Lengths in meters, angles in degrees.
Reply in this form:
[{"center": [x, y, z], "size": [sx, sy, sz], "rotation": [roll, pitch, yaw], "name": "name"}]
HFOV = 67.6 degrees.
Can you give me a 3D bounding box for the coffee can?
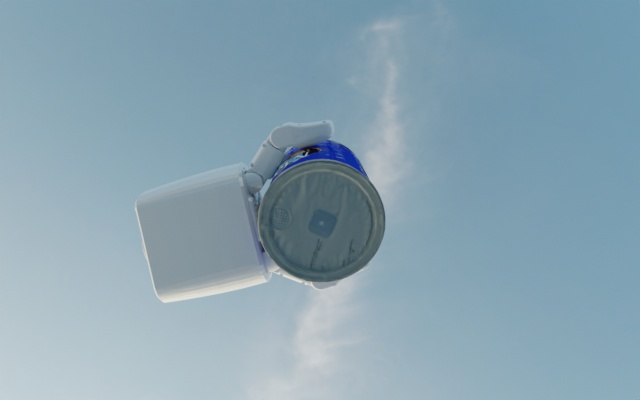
[{"center": [0.000, 0.001, 0.448], "size": [0.103, 0.103, 0.140], "rotation": [0, 14, -1], "name": "coffee can"}]
